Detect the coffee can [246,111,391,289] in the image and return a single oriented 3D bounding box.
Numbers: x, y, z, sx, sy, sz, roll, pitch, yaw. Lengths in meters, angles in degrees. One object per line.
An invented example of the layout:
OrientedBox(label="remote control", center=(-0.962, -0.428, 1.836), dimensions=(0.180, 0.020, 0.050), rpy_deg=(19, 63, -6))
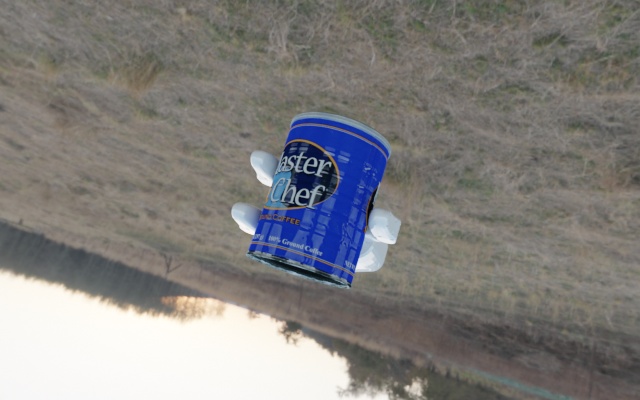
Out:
OrientedBox(label="coffee can", center=(0.000, 0.001, 0.457), dimensions=(0.103, 0.140, 0.103), rpy_deg=(17, -13, 4))
